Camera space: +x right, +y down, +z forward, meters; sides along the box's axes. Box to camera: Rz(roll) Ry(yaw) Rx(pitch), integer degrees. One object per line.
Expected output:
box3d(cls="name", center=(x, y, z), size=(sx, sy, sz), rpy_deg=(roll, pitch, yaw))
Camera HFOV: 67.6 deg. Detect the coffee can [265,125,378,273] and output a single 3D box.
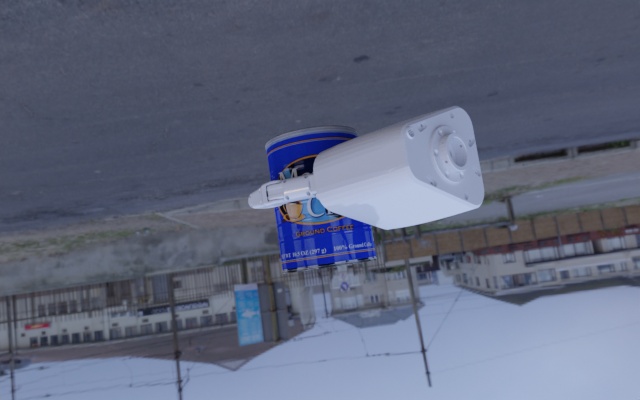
box3d(cls="coffee can", center=(0.000, 0.002, 0.515), size=(0.103, 0.140, 0.103), rpy_deg=(-8, -7, -1))
